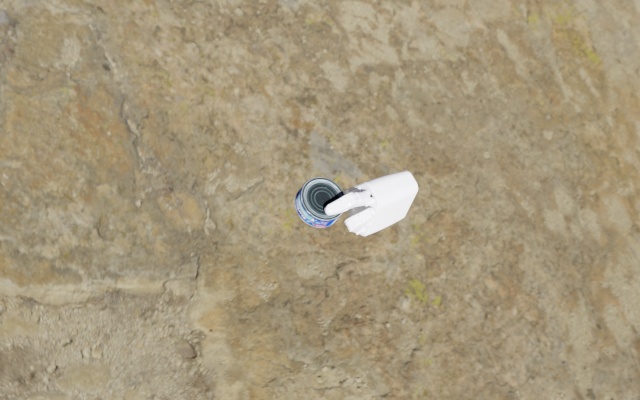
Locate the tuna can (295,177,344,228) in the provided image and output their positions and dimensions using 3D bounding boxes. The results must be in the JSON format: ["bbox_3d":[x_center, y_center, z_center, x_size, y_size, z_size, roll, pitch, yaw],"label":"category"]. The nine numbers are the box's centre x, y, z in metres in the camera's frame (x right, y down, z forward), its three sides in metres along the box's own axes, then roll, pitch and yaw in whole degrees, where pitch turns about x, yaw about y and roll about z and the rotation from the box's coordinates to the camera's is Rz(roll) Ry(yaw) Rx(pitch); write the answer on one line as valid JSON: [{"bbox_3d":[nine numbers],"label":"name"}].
[{"bbox_3d":[0.000,0.003,0.839,0.086,0.086,0.034,0,-23,-22],"label":"tuna can"}]
